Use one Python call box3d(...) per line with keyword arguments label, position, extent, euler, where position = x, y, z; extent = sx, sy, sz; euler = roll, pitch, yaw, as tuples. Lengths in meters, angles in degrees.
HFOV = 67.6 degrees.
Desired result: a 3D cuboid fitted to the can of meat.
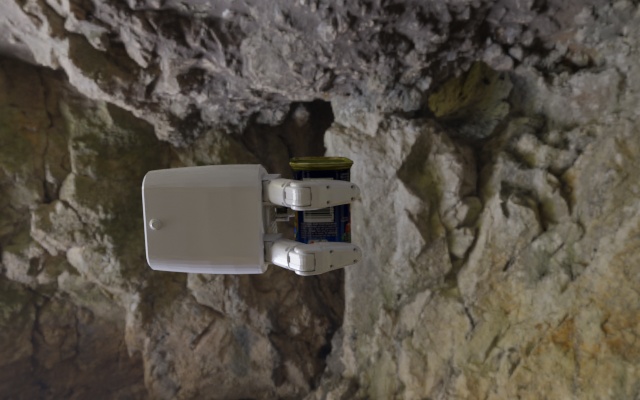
box3d(label="can of meat", position=(0.000, 0.002, 0.463), extent=(0.057, 0.084, 0.102), euler=(-1, 8, -3))
